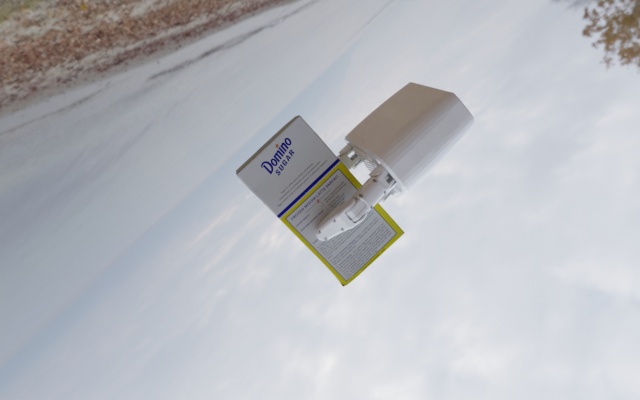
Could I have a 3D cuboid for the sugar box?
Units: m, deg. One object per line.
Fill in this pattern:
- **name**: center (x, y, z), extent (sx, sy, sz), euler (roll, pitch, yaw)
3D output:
- **sugar box**: center (0.000, 0.002, 0.528), extent (0.093, 0.176, 0.048), euler (-43, 11, -2)
